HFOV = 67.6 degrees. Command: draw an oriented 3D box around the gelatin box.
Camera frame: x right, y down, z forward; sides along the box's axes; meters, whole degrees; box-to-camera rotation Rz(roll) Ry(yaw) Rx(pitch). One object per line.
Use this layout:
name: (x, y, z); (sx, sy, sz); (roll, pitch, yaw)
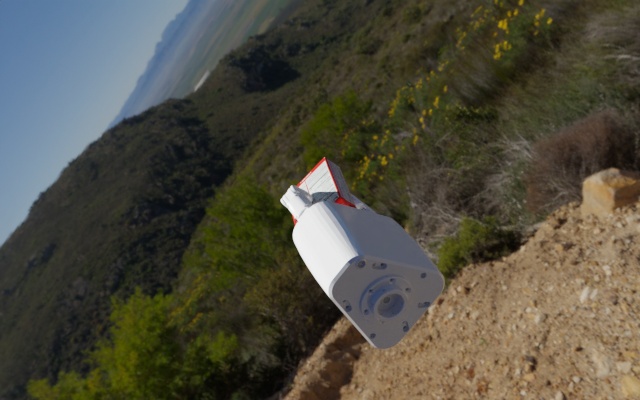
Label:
gelatin box: (0.000, 0.001, 0.572); (0.030, 0.073, 0.089); (31, 24, -33)
